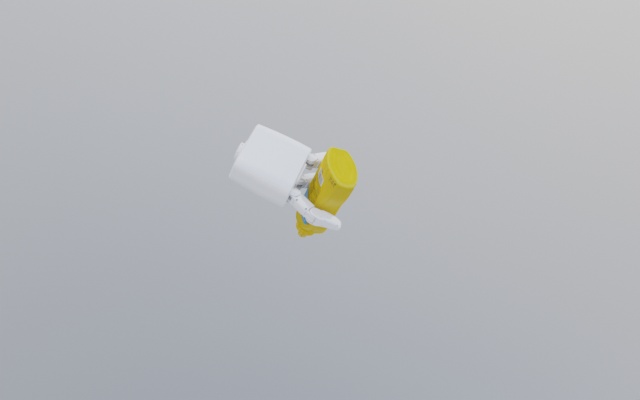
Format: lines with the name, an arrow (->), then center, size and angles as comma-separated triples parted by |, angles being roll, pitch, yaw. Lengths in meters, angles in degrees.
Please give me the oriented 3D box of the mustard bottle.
mustard bottle -> 0.001, 0.003, 0.854 | 0.058, 0.096, 0.192 | 10, -44, -23
